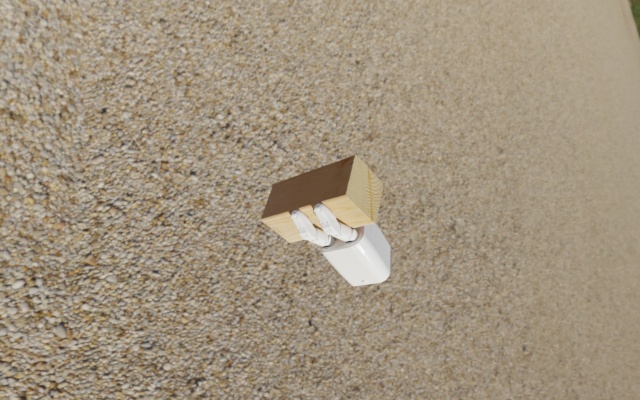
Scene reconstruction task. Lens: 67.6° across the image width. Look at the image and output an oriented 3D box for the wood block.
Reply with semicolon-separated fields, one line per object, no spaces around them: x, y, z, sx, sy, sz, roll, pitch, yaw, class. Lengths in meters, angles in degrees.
0.001;0.003;0.877;0.206;0.090;0.090;-16;-45;39;wood block
